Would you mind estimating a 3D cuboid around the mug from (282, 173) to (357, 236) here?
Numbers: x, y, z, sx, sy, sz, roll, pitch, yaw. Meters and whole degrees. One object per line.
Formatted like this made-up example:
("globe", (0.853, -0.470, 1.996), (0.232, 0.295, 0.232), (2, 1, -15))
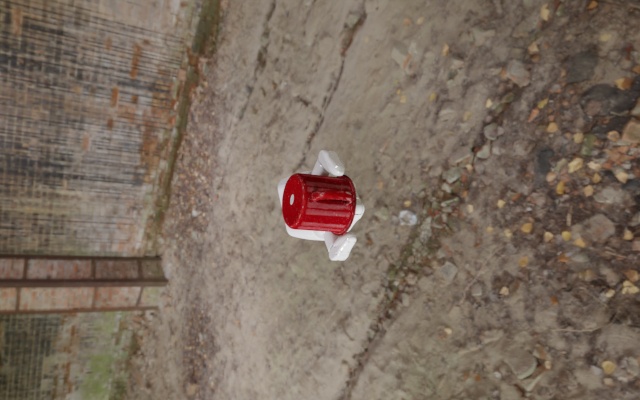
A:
("mug", (0.001, 0.002, 0.688), (0.081, 0.093, 0.117), (5, -9, -27))
